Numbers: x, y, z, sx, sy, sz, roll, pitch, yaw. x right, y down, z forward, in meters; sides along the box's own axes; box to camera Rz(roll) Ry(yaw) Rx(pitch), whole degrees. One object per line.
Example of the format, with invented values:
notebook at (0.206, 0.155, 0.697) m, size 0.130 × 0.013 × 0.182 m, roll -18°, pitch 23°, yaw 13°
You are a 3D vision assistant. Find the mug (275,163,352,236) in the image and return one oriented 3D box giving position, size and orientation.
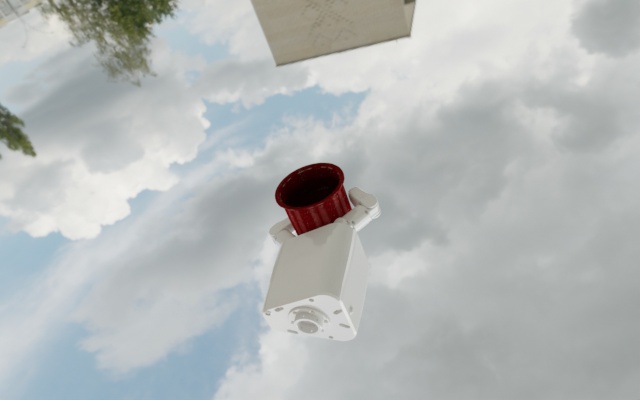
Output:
mug at (0.000, 0.001, 0.637) m, size 0.093 × 0.082 × 0.117 m, roll -6°, pitch 40°, yaw 21°
